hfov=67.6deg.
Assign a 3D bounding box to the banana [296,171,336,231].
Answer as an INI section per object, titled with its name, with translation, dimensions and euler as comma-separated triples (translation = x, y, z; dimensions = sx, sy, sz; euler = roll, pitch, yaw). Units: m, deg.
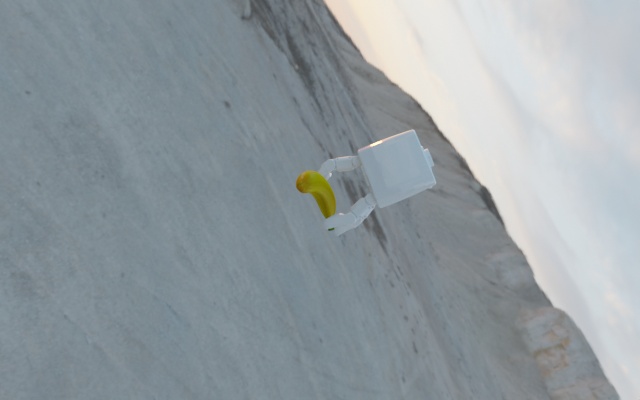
[banana]
translation = -0.003, -0.012, 0.819
dimensions = 0.037, 0.069, 0.198
euler = -18, -27, 10
